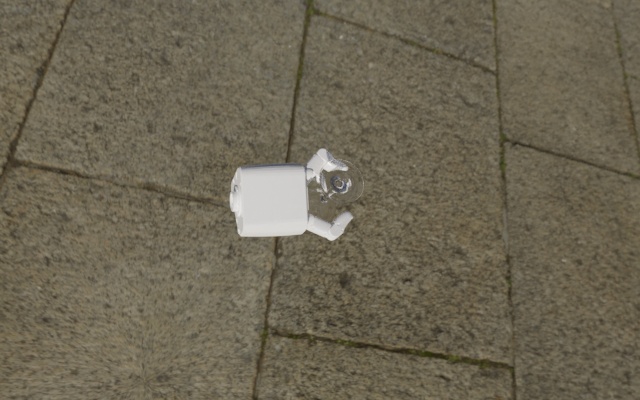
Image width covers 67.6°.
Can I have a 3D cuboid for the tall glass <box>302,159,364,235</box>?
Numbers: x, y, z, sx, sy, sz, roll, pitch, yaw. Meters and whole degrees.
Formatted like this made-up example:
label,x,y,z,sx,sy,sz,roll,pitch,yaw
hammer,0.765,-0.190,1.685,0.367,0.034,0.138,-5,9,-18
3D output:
label,x,y,z,sx,sy,sz,roll,pitch,yaw
tall glass,0.001,0.003,0.827,0.079,0.079,0.201,0,-20,-20
